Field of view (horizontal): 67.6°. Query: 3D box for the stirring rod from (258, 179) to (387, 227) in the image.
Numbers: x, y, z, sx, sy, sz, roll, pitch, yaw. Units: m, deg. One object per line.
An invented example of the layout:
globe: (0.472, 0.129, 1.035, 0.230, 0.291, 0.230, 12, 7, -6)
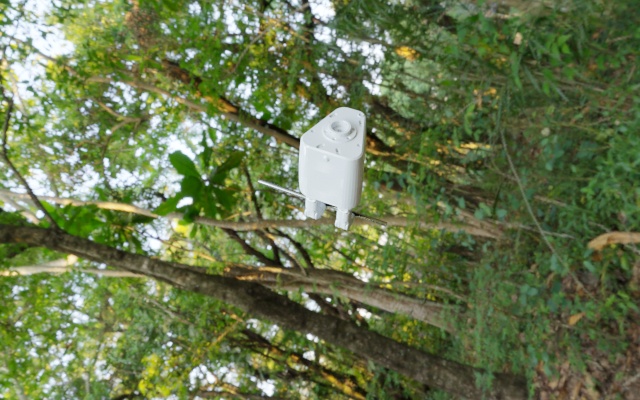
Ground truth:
stirring rod: (0.000, 0.003, 0.829, 0.239, 0.011, 0.011, 19, 5, 14)
